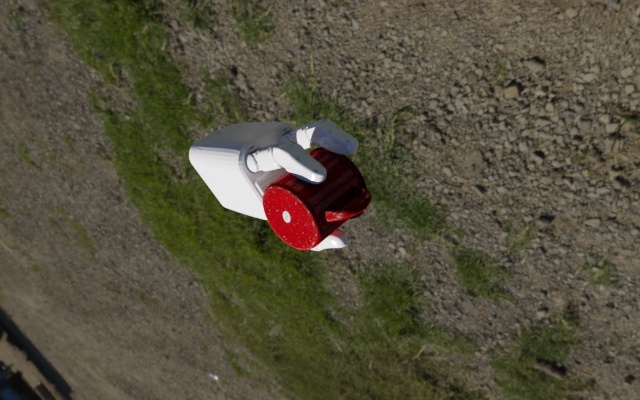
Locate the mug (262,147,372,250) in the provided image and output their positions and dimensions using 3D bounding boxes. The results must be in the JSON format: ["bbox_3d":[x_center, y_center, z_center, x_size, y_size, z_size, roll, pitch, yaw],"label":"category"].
[{"bbox_3d":[0.001,0.002,0.512,0.117,0.093,0.081,9,35,43],"label":"mug"}]
